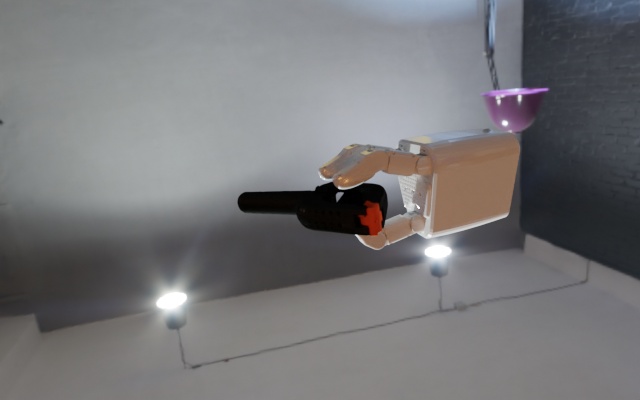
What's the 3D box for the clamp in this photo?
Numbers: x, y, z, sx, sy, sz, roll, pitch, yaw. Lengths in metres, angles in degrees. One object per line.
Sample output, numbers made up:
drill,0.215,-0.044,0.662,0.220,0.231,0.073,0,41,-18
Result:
clamp,0.001,0.003,0.513,0.164,0.036,0.210,-15,15,-12
